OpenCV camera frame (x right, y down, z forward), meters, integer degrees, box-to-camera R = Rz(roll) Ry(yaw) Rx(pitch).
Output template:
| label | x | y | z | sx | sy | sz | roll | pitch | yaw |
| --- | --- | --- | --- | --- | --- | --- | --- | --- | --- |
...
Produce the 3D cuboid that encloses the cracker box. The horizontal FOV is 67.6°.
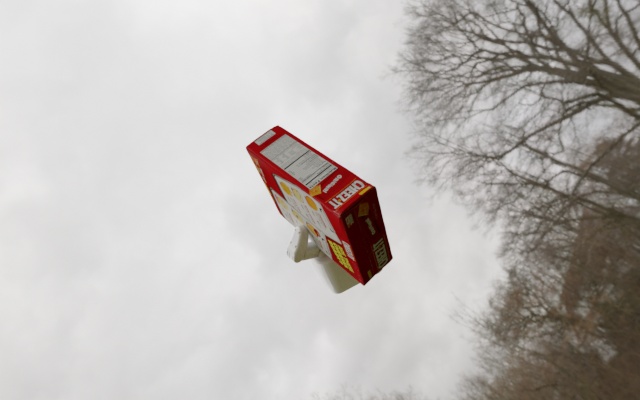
| label | x | y | z | sx | sy | sz | roll | pitch | yaw |
| --- | --- | --- | --- | --- | --- | --- | --- | --- | --- |
| cracker box | 0.000 | 0.002 | 0.696 | 0.072 | 0.164 | 0.213 | -40 | 50 | -17 |
